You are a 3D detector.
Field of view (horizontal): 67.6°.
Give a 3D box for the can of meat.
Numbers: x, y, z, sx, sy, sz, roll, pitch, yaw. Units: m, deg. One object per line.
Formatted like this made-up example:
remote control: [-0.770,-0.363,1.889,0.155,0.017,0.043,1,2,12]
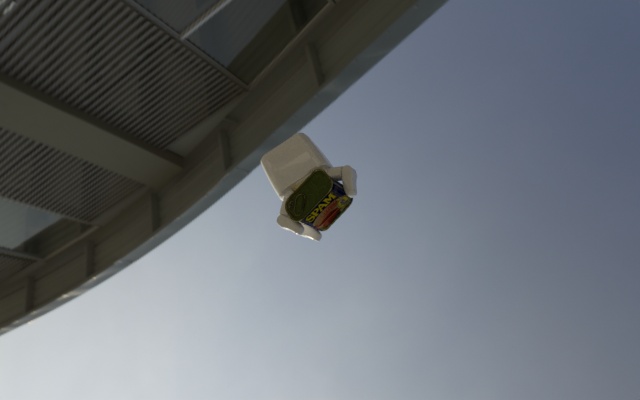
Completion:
can of meat: [0.000,0.003,0.871,0.084,0.102,0.057,29,19,-51]
